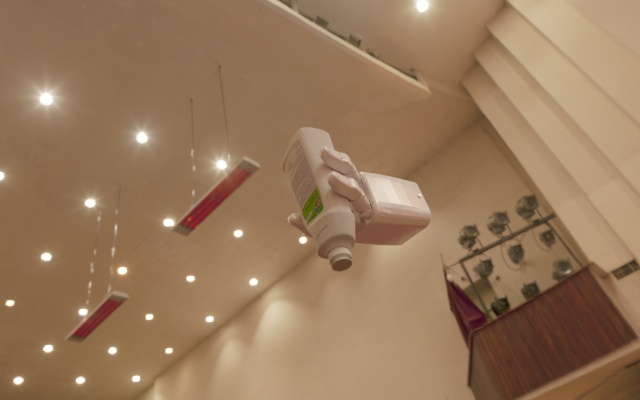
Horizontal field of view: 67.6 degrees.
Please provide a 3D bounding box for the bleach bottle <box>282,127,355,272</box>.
[{"bbox_3d":[0.000,0.002,0.723,0.068,0.250,0.103,7,-47,-24],"label":"bleach bottle"}]
